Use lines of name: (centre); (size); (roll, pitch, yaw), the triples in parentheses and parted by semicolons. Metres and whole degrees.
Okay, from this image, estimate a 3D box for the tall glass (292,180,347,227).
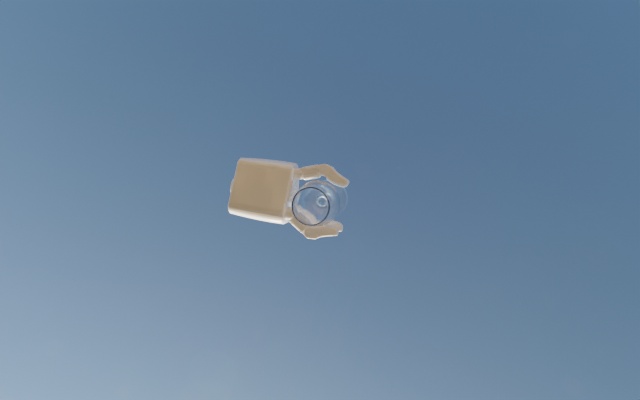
tall glass: (0.000, 0.003, 0.850); (0.079, 0.079, 0.201); (0, 4, 9)
